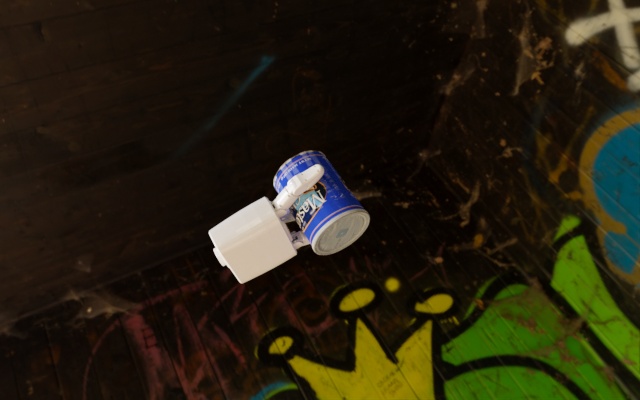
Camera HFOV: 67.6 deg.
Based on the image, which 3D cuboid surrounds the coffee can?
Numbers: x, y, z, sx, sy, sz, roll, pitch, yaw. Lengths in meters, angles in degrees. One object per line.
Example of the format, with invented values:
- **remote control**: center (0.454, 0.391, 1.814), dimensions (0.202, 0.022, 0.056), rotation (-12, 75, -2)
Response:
- **coffee can**: center (0.000, 0.003, 0.776), dimensions (0.103, 0.140, 0.103), rotation (-25, -31, -16)
